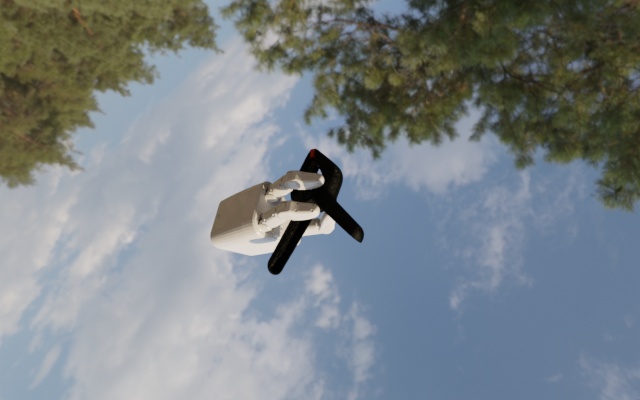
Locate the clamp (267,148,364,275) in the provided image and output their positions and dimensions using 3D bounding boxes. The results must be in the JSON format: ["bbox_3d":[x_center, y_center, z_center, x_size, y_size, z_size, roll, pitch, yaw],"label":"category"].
[{"bbox_3d":[0.000,0.002,0.718,0.164,0.209,0.036,-18,-42,34],"label":"clamp"}]
